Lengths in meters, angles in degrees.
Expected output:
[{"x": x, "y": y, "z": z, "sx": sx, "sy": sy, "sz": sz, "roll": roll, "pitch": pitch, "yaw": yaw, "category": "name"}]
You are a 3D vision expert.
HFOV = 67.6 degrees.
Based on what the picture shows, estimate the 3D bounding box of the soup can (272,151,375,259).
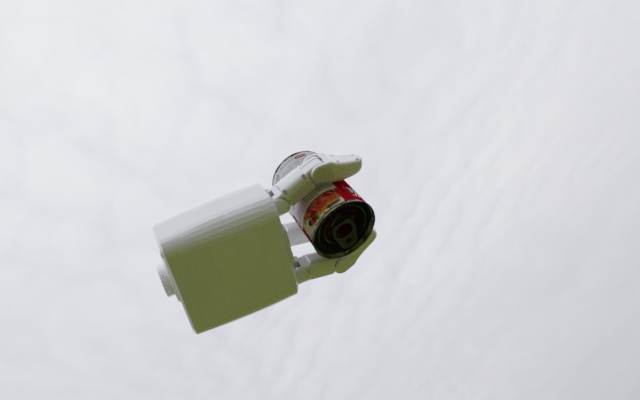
[{"x": 0.000, "y": 0.001, "z": 0.487, "sx": 0.068, "sy": 0.068, "sz": 0.102, "roll": 0, "pitch": 33, "yaw": -33, "category": "soup can"}]
